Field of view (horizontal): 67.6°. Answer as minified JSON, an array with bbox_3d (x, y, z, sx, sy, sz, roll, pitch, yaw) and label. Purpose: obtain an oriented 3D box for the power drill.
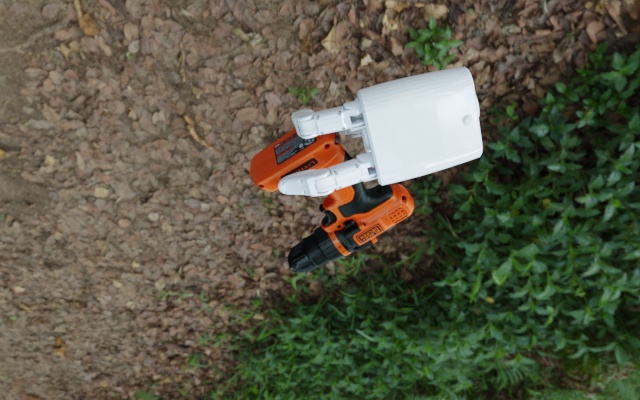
[{"bbox_3d":[0.000,0.002,0.574,0.184,0.057,0.188,-33,-47,12],"label":"power drill"}]
